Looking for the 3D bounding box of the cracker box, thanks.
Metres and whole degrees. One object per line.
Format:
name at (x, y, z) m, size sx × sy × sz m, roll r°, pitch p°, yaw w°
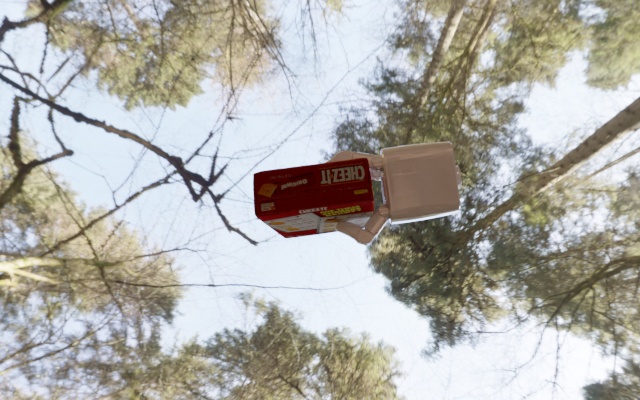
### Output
cracker box at (0.000, 0.003, 0.746) m, size 0.164 × 0.072 × 0.214 m, roll -8°, pitch -14°, yaw 5°
